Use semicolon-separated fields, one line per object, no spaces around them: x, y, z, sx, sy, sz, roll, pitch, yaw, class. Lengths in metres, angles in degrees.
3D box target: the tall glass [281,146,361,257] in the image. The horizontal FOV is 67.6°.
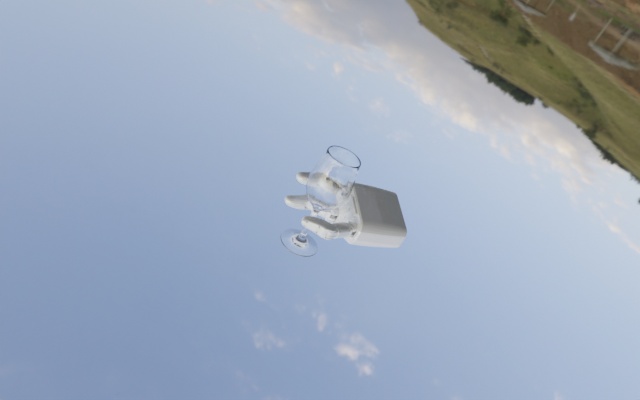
0.000;0.003;0.838;0.079;0.201;0.079;20;32;-13;tall glass
